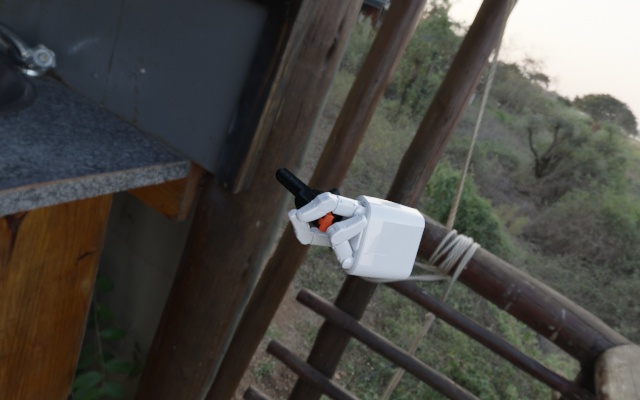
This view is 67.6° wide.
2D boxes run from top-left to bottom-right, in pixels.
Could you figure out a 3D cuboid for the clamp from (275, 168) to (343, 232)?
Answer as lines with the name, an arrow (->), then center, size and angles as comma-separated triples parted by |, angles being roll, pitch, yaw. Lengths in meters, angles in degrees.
clamp -> 0.000, 0.002, 0.765 | 0.120, 0.039, 0.171 | 12, 24, -26
